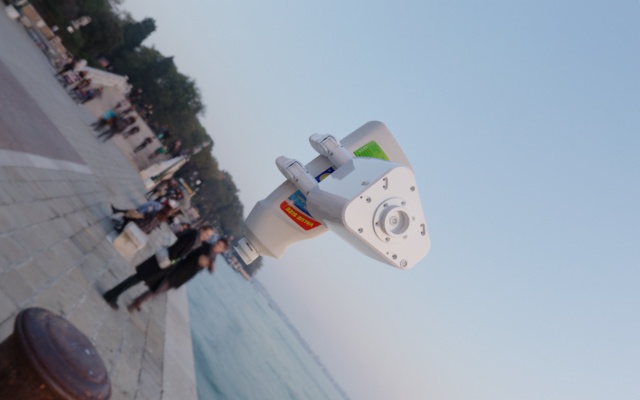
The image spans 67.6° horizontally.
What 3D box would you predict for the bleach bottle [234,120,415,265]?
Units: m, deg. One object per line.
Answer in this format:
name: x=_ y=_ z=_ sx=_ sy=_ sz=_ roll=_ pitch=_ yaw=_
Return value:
bleach bottle: x=0.000 y=0.002 z=0.631 sx=0.251 sy=0.102 sz=0.068 roll=-37 pitch=16 yaw=-11
